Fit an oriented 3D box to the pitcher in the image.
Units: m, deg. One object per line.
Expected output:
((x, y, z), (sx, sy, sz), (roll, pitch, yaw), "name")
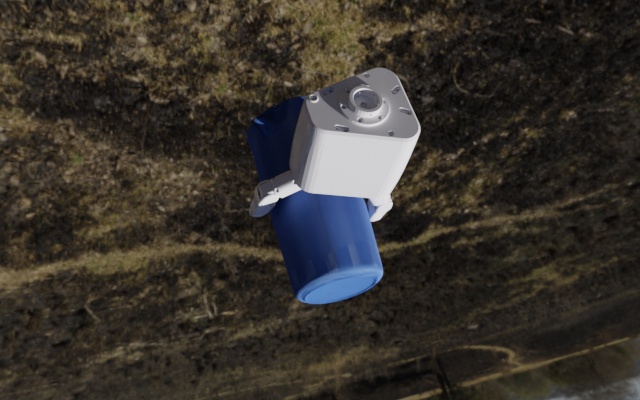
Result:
((0.000, 0.002, 0.612), (0.149, 0.242, 0.145), (-8, -27, -16), "pitcher")
